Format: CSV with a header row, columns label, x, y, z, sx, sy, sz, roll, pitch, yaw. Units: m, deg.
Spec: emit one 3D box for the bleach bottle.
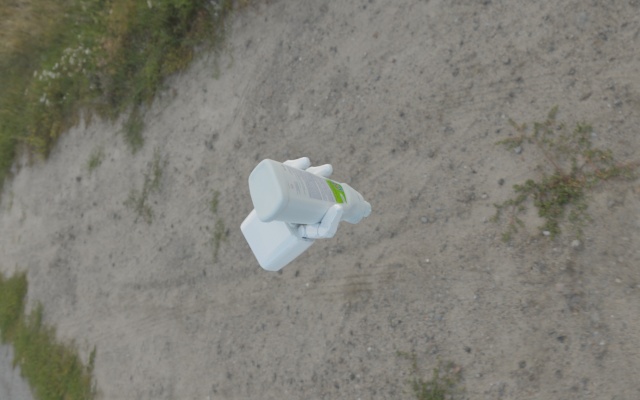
label,x,y,z,sx,sy,sz,roll,pitch,yaw
bleach bottle,0.000,0.003,0.822,0.251,0.102,0.068,13,-46,-43
